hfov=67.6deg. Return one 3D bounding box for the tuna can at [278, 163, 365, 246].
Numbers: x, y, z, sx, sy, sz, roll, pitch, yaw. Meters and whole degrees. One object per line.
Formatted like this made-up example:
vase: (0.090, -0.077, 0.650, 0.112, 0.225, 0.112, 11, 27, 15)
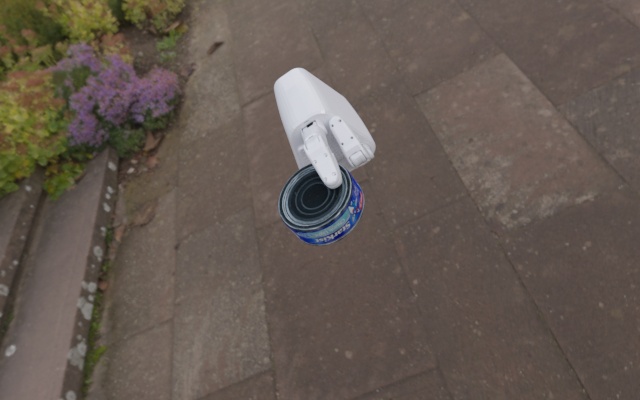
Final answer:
tuna can: (0.000, 0.001, 0.495, 0.086, 0.086, 0.034, 0, -30, 29)
